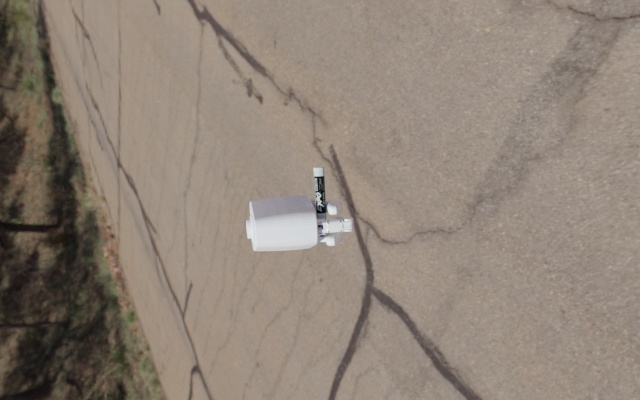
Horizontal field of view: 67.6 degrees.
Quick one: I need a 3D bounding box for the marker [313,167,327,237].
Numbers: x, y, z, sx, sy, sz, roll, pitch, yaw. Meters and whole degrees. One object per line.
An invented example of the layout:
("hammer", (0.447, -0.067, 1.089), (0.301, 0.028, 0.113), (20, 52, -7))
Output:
("marker", (0.000, 0.003, 0.827), (0.020, 0.121, 0.020), (-3, 7, 0))
